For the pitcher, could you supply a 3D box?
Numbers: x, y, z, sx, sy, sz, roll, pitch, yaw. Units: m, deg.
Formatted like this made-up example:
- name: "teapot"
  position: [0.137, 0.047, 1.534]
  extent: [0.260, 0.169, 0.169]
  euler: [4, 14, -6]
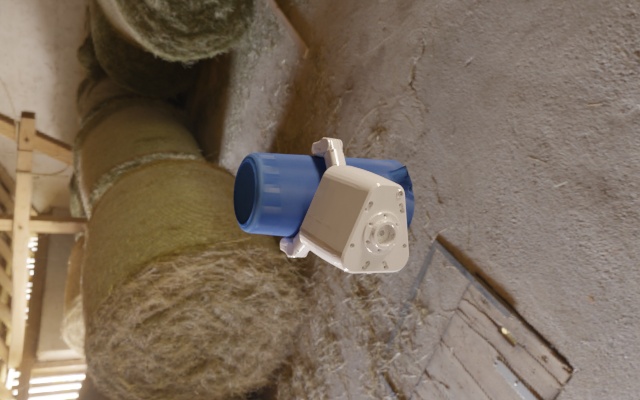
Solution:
- name: "pitcher"
  position: [0.000, 0.002, 0.698]
  extent: [0.243, 0.149, 0.145]
  euler: [4, 12, -28]
